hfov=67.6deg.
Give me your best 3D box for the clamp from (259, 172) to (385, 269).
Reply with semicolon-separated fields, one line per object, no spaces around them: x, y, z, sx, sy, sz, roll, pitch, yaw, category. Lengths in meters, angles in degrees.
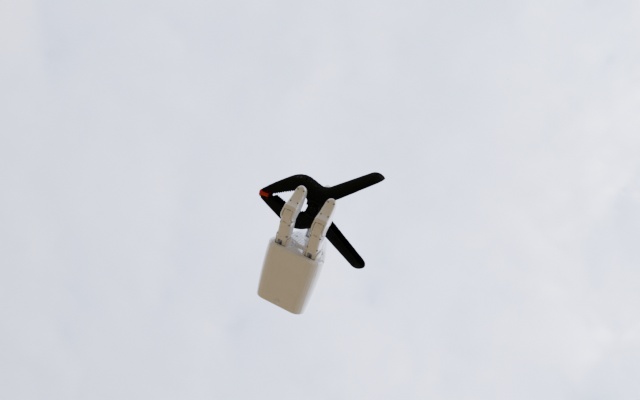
0.000;0.002;0.784;0.210;0.165;0.036;23;20;15;clamp
